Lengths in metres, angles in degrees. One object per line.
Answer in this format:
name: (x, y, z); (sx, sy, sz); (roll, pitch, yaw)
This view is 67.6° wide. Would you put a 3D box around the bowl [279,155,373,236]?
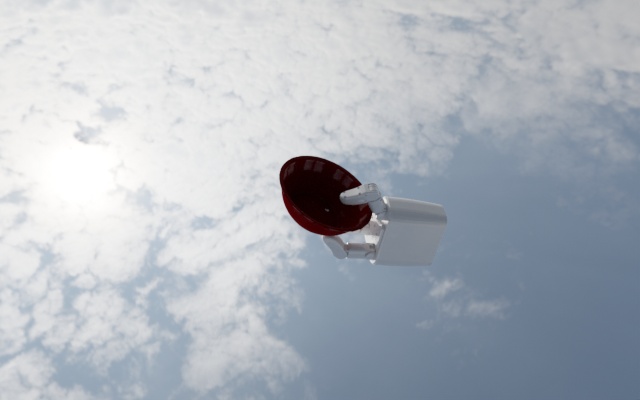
bowl: (-0.001, 0.002, 0.760); (0.162, 0.162, 0.055); (0, -42, -35)
